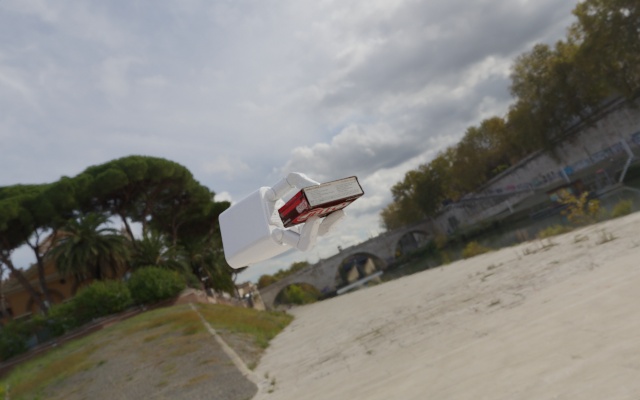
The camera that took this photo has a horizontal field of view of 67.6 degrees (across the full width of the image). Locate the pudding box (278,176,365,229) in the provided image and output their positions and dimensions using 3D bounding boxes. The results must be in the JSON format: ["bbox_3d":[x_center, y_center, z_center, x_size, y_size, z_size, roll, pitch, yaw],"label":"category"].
[{"bbox_3d":[0.000,0.002,0.764,0.113,0.039,0.090,-17,-12,-36],"label":"pudding box"}]
